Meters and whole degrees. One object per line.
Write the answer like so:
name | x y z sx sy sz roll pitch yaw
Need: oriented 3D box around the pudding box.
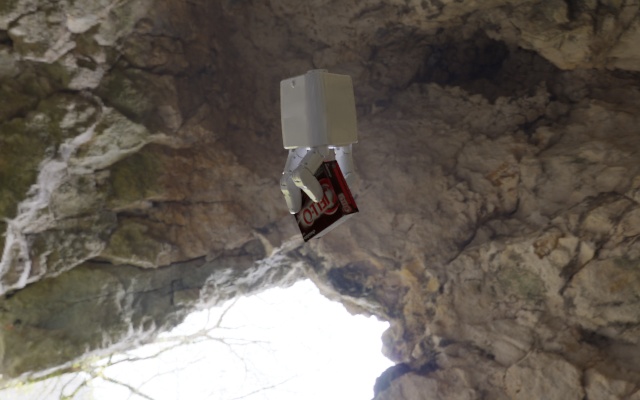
pudding box | 0.000 0.002 0.740 0.039 0.090 0.113 -10 -19 -37
